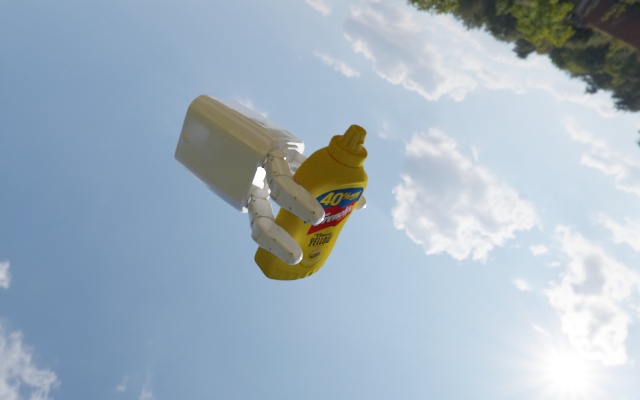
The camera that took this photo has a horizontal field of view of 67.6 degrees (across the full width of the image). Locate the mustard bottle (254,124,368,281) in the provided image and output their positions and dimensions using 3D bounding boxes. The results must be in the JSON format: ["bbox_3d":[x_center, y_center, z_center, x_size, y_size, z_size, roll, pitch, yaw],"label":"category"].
[{"bbox_3d":[0.000,0.002,0.520,0.096,0.192,0.058,-6,44,-42],"label":"mustard bottle"}]
